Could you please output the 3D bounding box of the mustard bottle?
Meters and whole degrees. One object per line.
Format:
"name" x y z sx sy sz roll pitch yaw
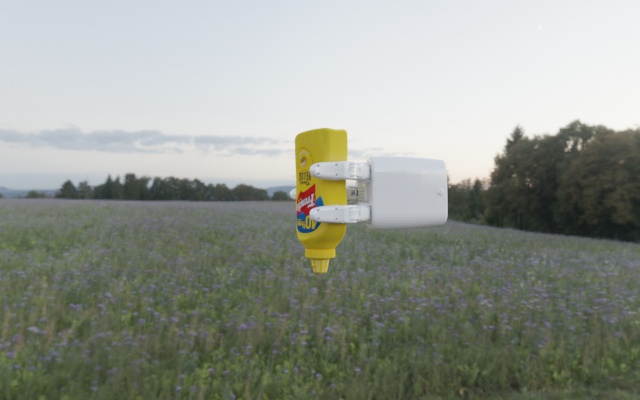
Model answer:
"mustard bottle" 0.000 0.002 0.650 0.058 0.191 0.096 0 0 -31
